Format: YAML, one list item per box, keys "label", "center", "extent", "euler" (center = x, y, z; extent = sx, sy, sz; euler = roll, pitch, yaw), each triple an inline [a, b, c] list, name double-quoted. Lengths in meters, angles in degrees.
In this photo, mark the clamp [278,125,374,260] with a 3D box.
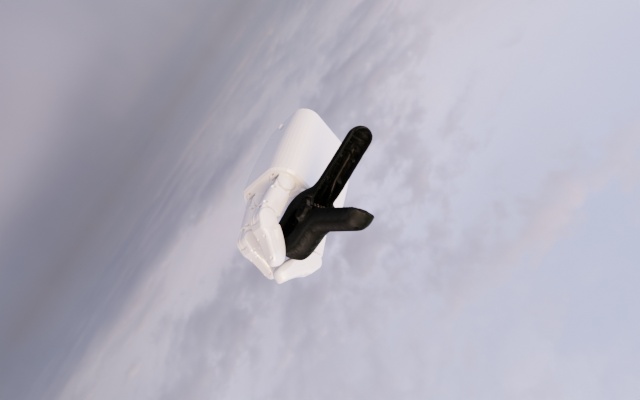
- label: "clamp"
  center: [0.000, 0.002, 0.488]
  extent: [0.039, 0.120, 0.171]
  euler: [32, -39, -22]
